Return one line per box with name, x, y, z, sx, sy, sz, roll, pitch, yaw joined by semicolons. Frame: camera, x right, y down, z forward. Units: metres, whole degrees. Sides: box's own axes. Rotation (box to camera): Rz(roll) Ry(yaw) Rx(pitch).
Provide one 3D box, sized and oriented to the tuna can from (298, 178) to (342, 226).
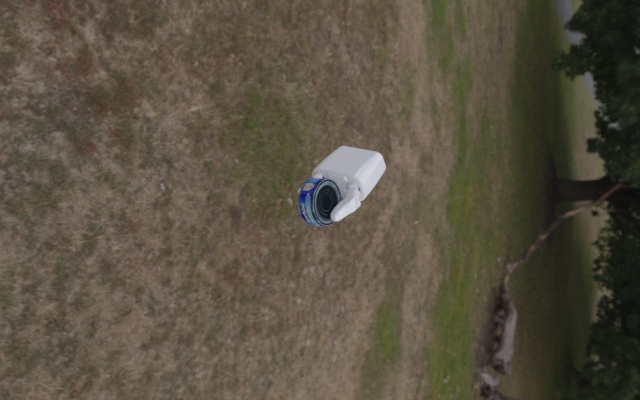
tuna can;0.001;0.003;0.840;0.034;0.086;0.086;2;1;38
